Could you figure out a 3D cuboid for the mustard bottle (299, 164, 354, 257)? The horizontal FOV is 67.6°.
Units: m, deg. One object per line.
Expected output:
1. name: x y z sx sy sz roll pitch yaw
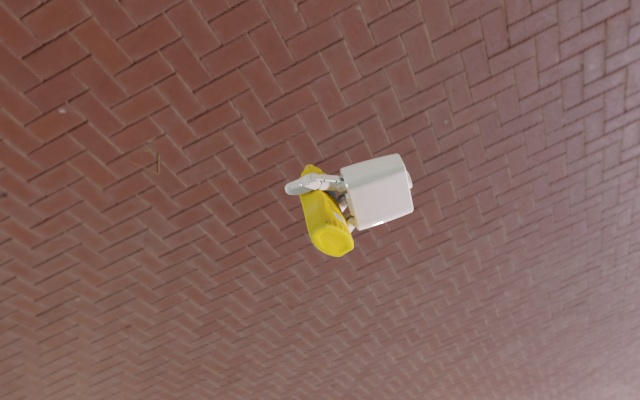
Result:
1. mustard bottle: 0.000 0.003 0.846 0.058 0.191 0.096 -34 -46 17
